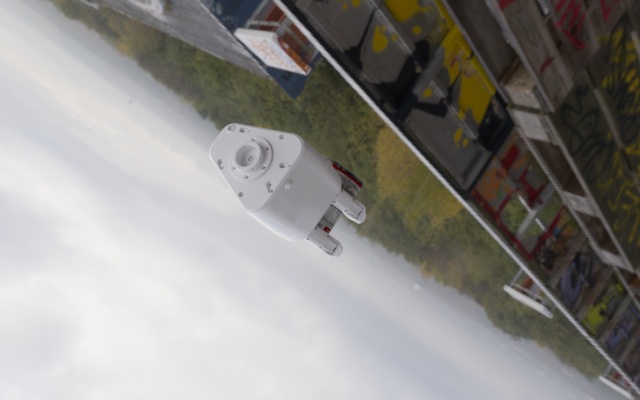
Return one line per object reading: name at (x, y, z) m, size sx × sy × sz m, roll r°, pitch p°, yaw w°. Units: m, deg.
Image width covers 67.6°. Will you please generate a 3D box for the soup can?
soup can at (0.000, 0.002, 0.623) m, size 0.068 × 0.102 × 0.068 m, roll 35°, pitch -3°, yaw 2°
